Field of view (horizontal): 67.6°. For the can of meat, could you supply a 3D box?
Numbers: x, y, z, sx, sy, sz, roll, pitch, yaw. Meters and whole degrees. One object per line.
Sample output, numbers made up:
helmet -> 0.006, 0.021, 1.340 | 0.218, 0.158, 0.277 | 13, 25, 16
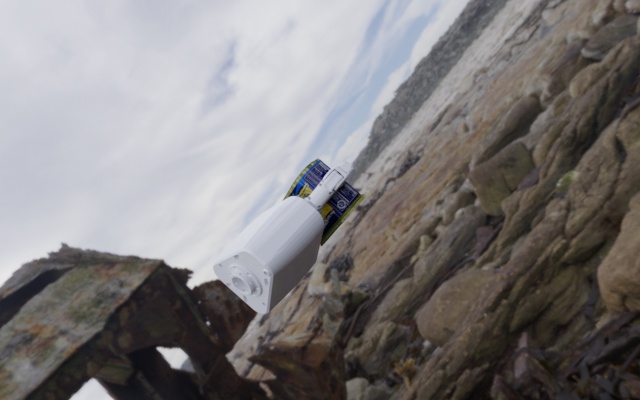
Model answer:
can of meat -> 0.000, 0.002, 0.652 | 0.057, 0.084, 0.102 | -47, -4, -38
